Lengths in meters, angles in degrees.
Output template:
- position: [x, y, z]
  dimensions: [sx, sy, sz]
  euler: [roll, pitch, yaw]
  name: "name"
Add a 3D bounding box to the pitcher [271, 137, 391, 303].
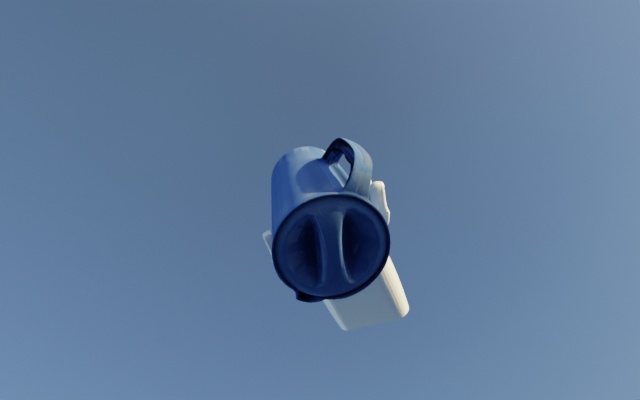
- position: [0.000, 0.002, 0.624]
  dimensions: [0.149, 0.145, 0.242]
  euler: [-26, 24, 2]
  name: "pitcher"
